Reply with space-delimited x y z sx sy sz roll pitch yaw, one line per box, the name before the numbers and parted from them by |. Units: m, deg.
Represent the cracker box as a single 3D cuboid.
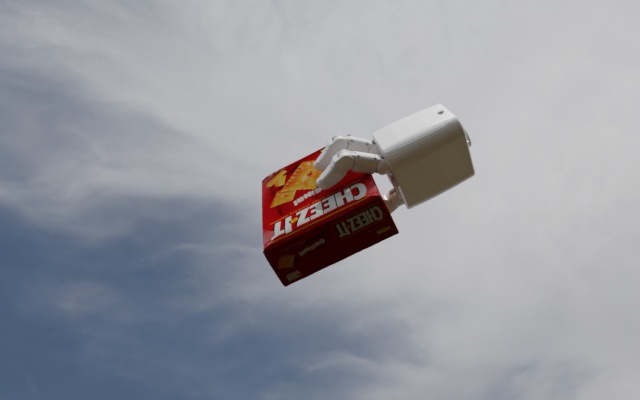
cracker box | 0.000 0.002 0.679 0.164 0.072 0.213 -27 27 7
